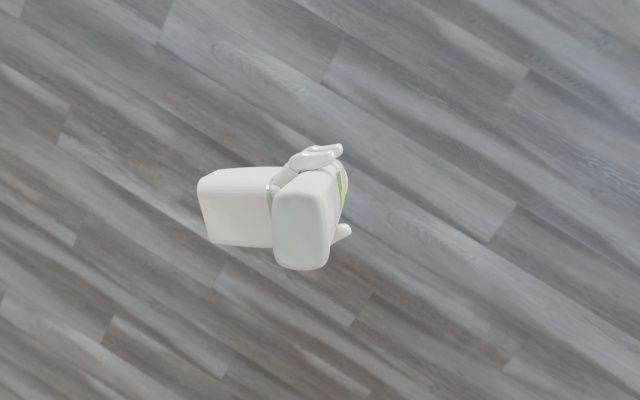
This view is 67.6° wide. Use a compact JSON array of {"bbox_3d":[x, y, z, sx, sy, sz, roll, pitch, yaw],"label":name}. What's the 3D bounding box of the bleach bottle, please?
[{"bbox_3d":[0.000,0.002,0.663,0.068,0.102,0.250,1,15,12],"label":"bleach bottle"}]
